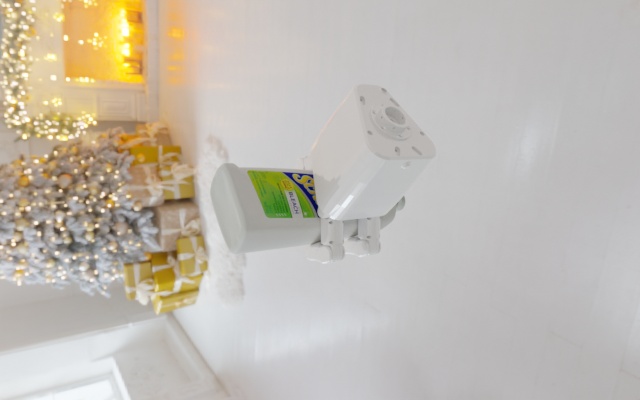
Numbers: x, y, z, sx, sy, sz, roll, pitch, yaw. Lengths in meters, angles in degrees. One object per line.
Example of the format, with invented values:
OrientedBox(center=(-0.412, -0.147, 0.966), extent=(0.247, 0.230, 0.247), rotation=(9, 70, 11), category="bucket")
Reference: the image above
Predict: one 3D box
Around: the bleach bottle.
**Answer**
OrientedBox(center=(0.000, 0.002, 0.590), extent=(0.251, 0.102, 0.068), rotation=(-5, -32, -34), category="bleach bottle")
